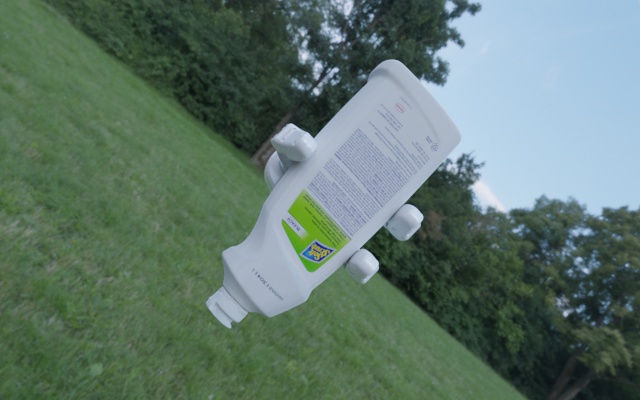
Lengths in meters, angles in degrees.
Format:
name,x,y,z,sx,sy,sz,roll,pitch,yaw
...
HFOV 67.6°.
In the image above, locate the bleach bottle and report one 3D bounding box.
name,x,y,z,sx,sy,sz,roll,pitch,yaw
bleach bottle,0.000,0.001,0.405,0.251,0.102,0.068,-44,5,-9
